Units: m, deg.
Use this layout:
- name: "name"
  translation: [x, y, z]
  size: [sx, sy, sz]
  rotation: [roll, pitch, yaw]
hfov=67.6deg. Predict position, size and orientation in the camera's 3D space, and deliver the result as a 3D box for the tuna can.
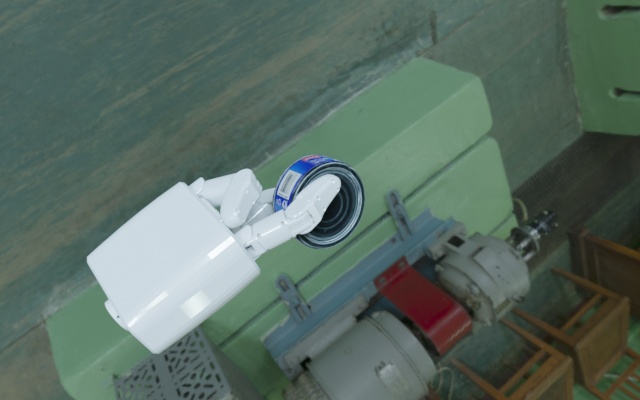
- name: "tuna can"
  translation: [0.000, 0.002, 0.450]
  size: [0.086, 0.086, 0.033]
  rotation: [0, 14, -35]
